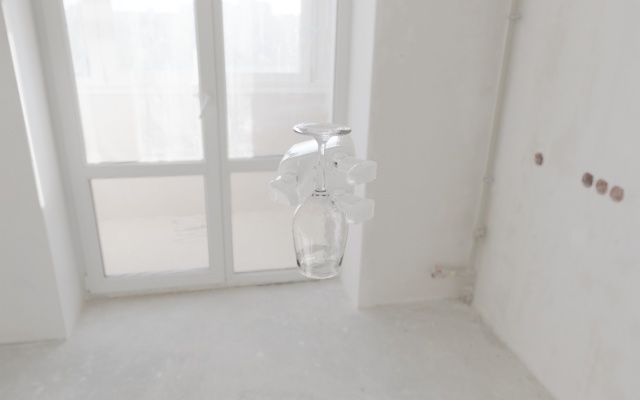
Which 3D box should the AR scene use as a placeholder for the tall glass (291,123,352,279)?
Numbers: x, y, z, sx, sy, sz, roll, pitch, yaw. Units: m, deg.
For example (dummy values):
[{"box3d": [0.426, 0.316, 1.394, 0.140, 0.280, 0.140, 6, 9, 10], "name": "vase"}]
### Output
[{"box3d": [0.000, 0.001, 0.638, 0.079, 0.201, 0.079, 1, 21, 0], "name": "tall glass"}]
